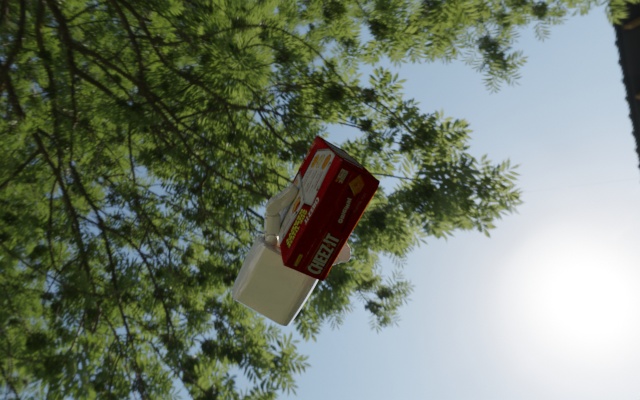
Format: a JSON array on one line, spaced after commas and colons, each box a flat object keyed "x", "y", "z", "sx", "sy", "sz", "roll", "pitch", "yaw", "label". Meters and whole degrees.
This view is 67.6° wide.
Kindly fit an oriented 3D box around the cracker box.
[{"x": 0.000, "y": 0.002, "z": 0.731, "sx": 0.072, "sy": 0.164, "sz": 0.213, "roll": 26, "pitch": 10, "yaw": -16, "label": "cracker box"}]
